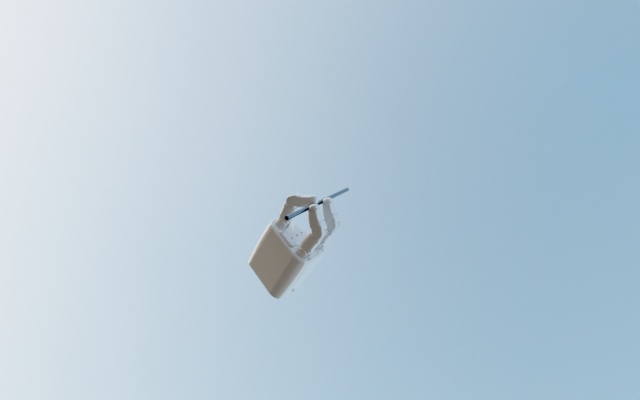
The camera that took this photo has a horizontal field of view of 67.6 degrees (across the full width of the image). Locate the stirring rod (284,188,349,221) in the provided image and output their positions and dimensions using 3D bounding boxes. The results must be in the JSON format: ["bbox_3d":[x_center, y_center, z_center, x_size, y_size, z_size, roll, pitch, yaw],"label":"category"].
[{"bbox_3d":[0.000,0.003,0.862,0.011,0.011,0.239,0,12,27],"label":"stirring rod"}]
